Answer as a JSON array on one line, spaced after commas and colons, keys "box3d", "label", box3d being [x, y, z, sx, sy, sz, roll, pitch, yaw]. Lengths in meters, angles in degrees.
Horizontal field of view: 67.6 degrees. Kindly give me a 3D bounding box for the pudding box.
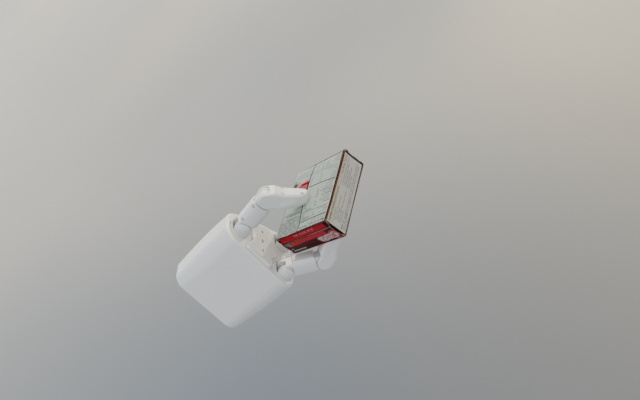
[{"box3d": [0.000, 0.002, 0.582, 0.039, 0.113, 0.090, 37, -40, -29], "label": "pudding box"}]
